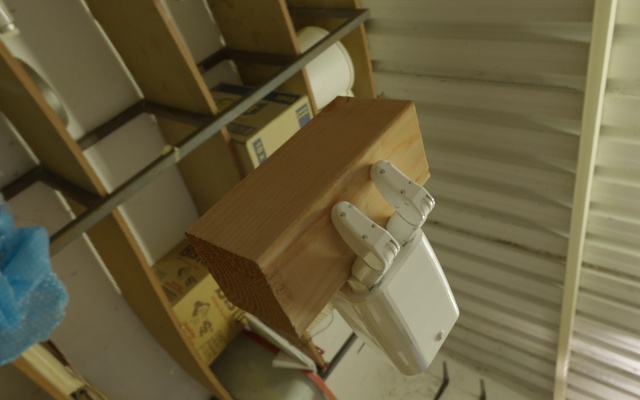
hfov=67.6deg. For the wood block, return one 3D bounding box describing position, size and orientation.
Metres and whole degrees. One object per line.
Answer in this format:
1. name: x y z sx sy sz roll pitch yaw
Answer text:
1. wood block: 0.000 0.002 0.418 0.091 0.090 0.206 14 48 40
